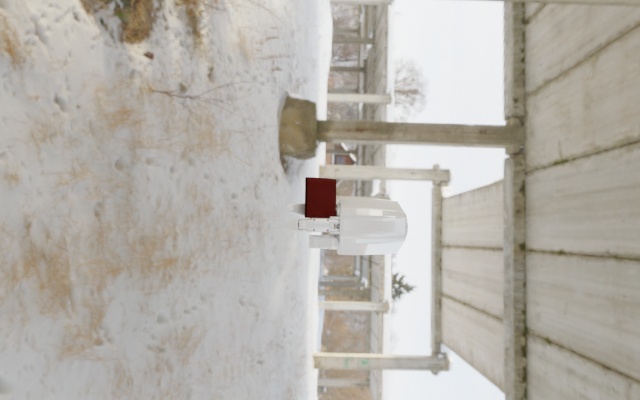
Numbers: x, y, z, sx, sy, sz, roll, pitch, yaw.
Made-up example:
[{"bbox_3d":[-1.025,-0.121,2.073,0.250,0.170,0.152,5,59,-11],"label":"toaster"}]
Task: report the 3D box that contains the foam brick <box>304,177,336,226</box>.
[{"bbox_3d":[0.000,0.002,0.799,0.051,0.078,0.053,1,-3,1],"label":"foam brick"}]
